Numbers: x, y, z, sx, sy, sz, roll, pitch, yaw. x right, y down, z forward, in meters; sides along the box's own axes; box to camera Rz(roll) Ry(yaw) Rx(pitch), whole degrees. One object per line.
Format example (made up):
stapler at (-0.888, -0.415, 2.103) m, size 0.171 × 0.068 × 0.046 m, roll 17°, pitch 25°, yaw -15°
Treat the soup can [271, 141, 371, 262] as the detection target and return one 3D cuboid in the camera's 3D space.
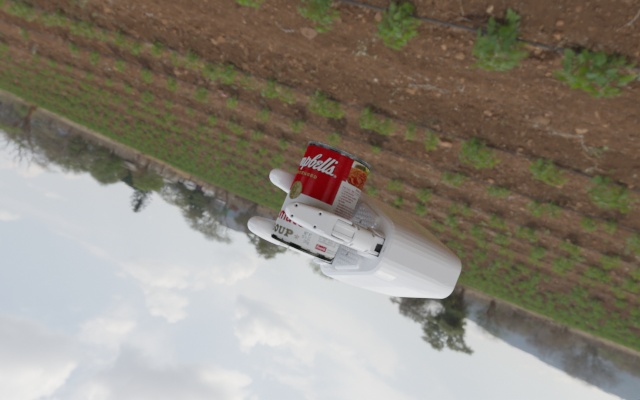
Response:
soup can at (0.000, 0.002, 0.474) m, size 0.068 × 0.102 × 0.068 m, roll 23°, pitch -3°, yaw 1°
